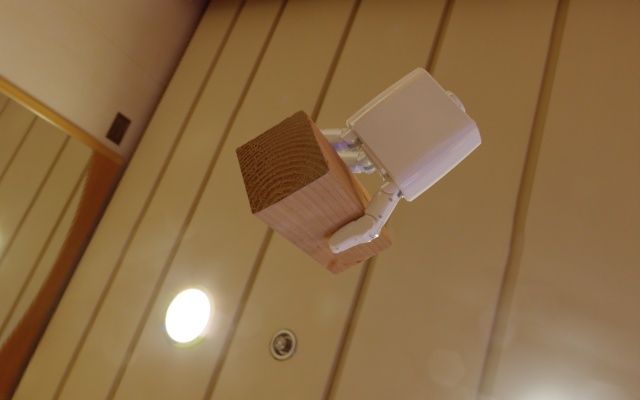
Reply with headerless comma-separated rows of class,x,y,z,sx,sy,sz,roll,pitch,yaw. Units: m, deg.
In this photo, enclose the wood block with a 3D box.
wood block,0.001,0.002,0.562,0.090,0.090,0.206,-29,-34,11
